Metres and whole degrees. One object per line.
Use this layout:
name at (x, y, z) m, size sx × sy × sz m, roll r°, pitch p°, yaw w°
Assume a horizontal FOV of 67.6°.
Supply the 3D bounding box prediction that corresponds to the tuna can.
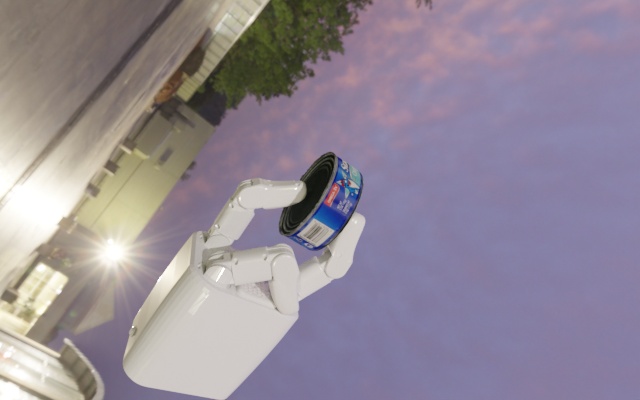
tuna can at (0.001, 0.002, 0.427) m, size 0.034 × 0.086 × 0.086 m, roll 32°, pitch -11°, yaw -18°
